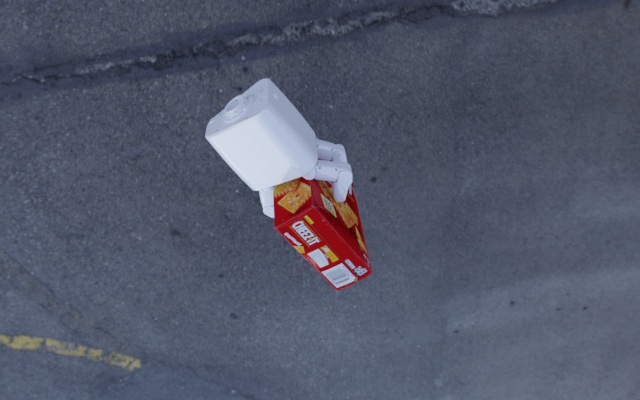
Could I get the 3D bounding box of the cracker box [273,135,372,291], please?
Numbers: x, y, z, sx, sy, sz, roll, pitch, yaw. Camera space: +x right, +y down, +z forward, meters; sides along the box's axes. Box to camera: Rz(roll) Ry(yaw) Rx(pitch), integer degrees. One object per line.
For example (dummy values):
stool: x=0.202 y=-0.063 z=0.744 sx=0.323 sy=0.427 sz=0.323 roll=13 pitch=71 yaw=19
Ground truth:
cracker box: x=0.000 y=0.003 z=0.724 sx=0.072 sy=0.213 sz=0.164 roll=-28 pitch=-52 yaw=17
